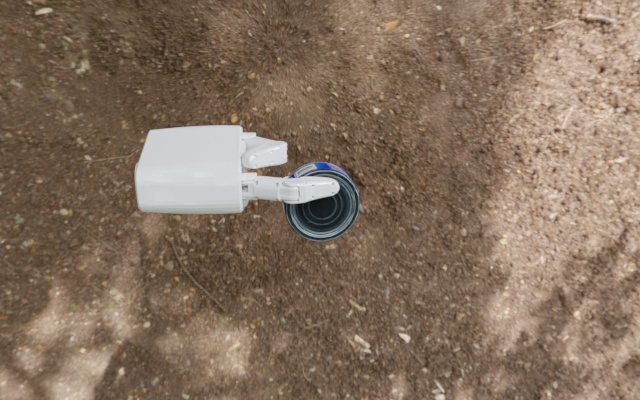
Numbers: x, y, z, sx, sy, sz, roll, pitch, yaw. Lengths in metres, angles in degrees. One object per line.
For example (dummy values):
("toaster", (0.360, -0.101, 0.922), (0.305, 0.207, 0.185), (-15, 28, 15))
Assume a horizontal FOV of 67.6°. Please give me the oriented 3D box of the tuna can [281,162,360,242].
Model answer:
("tuna can", (0.000, 0.002, 0.536), (0.086, 0.086, 0.033), (0, 18, -11))
